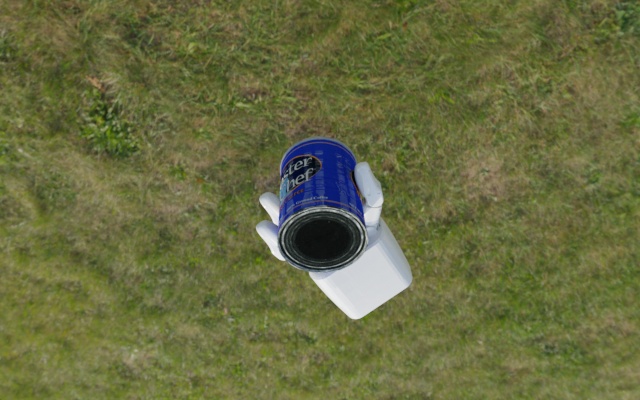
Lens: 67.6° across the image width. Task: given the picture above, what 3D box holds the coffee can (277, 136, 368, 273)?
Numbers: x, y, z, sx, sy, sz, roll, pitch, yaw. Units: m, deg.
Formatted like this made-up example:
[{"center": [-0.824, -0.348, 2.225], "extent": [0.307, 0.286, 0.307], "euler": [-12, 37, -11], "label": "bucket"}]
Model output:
[{"center": [0.000, 0.002, 0.582], "extent": [0.103, 0.103, 0.140], "euler": [0, 39, -2], "label": "coffee can"}]
